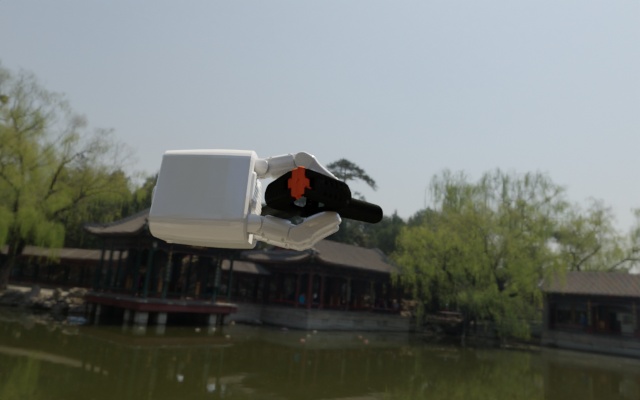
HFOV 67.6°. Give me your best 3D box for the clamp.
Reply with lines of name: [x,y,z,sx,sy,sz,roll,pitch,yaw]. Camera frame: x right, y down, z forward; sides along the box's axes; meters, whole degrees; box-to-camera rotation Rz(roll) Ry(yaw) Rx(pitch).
clamp: [0.000,0.001,0.552,0.164,0.036,0.210,0,-11,0]
